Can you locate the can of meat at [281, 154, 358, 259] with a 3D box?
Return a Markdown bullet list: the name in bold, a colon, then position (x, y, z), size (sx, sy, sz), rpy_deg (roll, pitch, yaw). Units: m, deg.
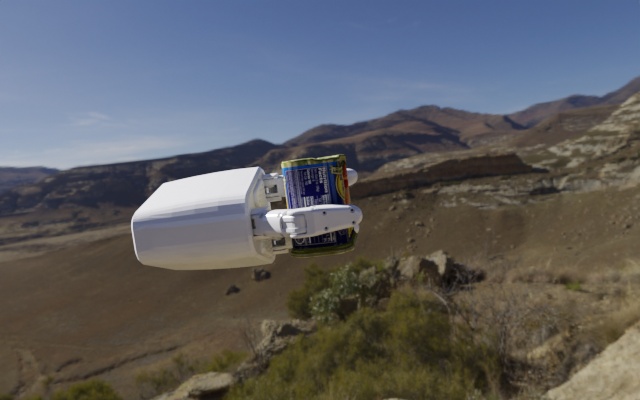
- **can of meat**: position (0.000, 0.001, 0.448), size (0.057, 0.084, 0.102), rpy_deg (-7, 5, 8)
